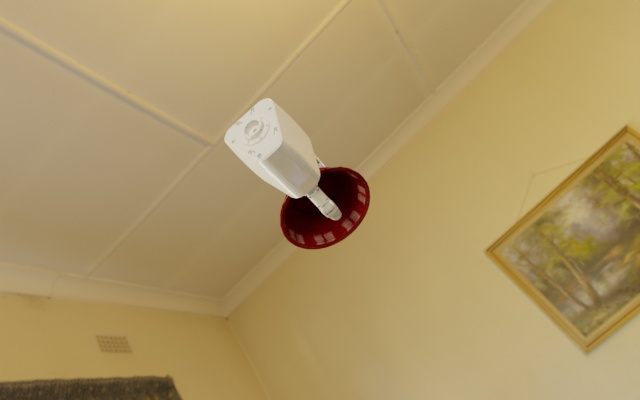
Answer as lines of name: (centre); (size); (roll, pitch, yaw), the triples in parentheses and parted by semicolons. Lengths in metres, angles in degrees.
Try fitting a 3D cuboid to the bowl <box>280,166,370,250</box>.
bowl: (0.000, 0.003, 0.802); (0.162, 0.162, 0.055); (0, 32, -27)
